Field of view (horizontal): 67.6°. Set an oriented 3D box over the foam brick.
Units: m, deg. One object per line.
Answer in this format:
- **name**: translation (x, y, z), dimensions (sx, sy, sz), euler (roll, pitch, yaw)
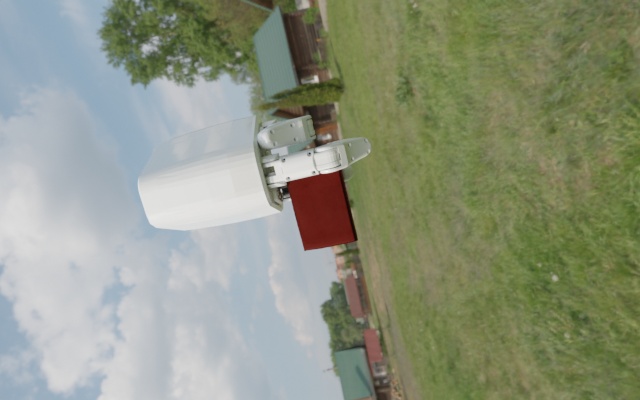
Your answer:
- **foam brick**: translation (0.000, 0.002, 0.456), dimensions (0.051, 0.078, 0.053), euler (-14, 11, 0)
